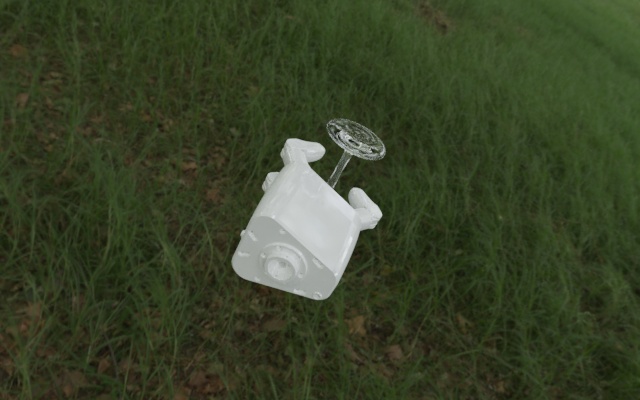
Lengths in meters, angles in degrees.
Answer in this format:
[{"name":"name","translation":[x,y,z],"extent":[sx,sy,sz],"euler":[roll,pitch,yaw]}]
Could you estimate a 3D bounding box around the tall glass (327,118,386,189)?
[{"name":"tall glass","translation":[0.000,0.001,0.592],"extent":[0.079,0.201,0.079],"euler":[20,35,-14]}]
